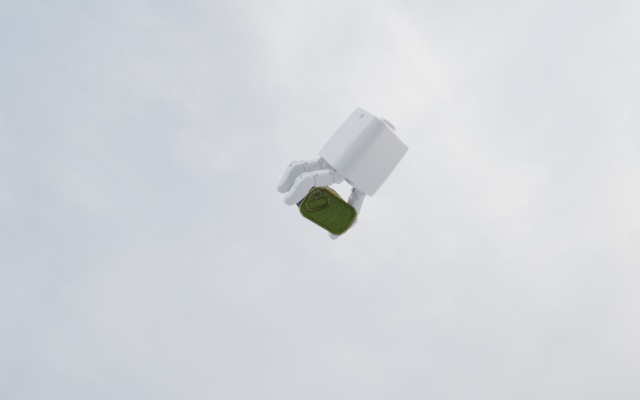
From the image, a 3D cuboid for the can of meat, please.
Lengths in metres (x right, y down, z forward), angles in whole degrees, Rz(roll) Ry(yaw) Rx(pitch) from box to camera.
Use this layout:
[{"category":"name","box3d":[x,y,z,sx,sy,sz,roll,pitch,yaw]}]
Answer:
[{"category":"can of meat","box3d":[0.000,0.003,0.804,0.102,0.057,0.084,32,9,-30]}]
